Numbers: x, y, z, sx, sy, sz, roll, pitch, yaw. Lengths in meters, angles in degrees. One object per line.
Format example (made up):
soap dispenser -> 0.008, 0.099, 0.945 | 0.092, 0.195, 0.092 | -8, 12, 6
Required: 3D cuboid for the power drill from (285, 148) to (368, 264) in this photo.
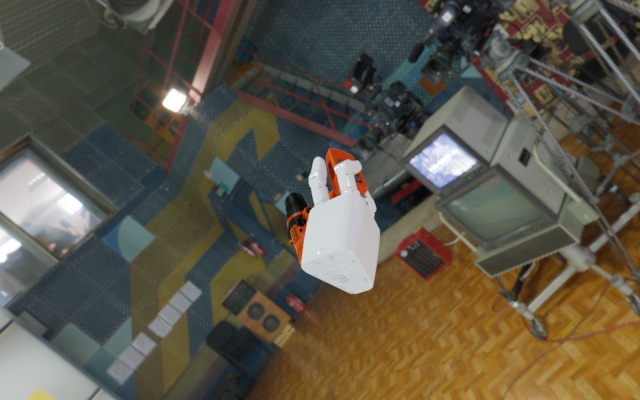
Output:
power drill -> 0.000, 0.003, 0.846 | 0.057, 0.188, 0.184 | 12, 37, -30
